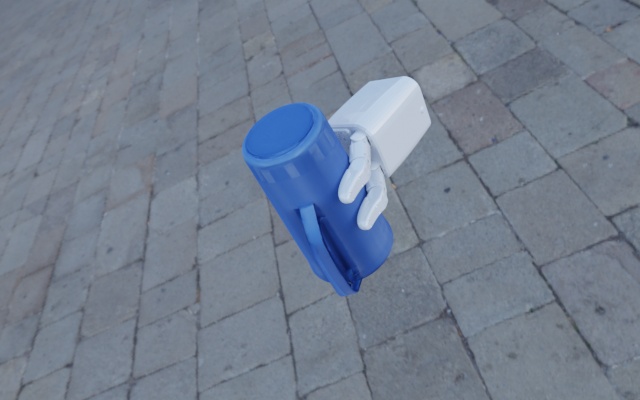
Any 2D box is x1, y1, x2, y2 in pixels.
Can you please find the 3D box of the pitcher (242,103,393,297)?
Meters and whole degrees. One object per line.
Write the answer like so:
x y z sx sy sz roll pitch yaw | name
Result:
0.000 0.002 0.626 0.149 0.145 0.243 26 -23 44 | pitcher
